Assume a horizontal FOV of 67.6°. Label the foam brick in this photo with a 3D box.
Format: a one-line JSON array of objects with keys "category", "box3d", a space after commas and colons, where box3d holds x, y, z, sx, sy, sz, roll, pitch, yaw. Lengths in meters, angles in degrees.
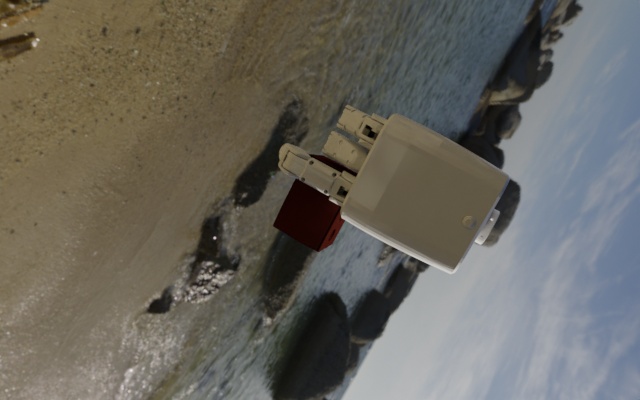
[{"category": "foam brick", "box3d": [0.000, 0.002, 0.452, 0.051, 0.078, 0.053, 29, 11, 12]}]
